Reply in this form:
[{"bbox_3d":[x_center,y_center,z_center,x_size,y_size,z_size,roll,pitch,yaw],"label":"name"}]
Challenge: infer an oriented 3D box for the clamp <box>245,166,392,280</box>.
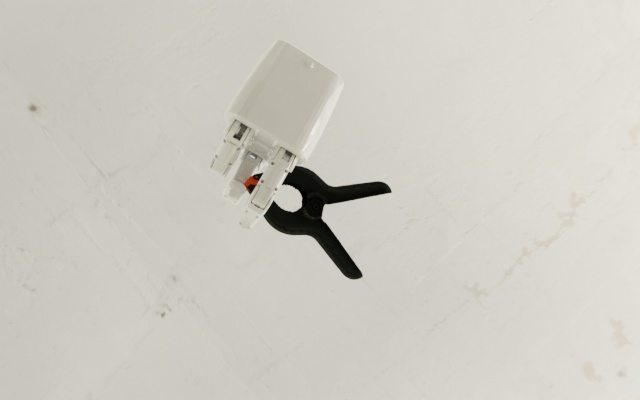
[{"bbox_3d":[0.000,0.002,0.551,0.171,0.120,0.039,32,-18,-13],"label":"clamp"}]
